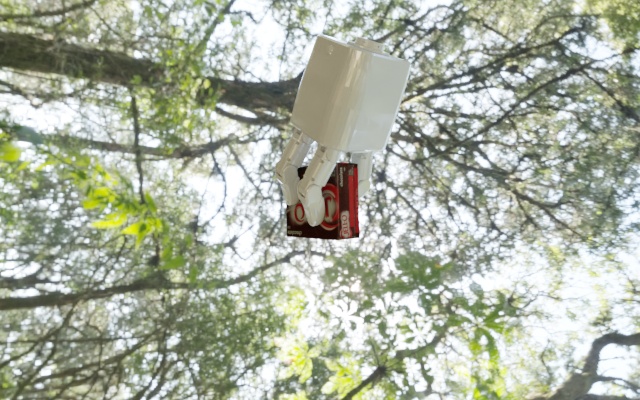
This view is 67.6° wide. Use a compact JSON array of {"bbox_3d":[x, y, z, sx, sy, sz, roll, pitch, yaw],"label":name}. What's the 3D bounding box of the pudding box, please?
[{"bbox_3d":[0.000,0.002,0.591,0.039,0.090,0.113,0,-1,-34],"label":"pudding box"}]
